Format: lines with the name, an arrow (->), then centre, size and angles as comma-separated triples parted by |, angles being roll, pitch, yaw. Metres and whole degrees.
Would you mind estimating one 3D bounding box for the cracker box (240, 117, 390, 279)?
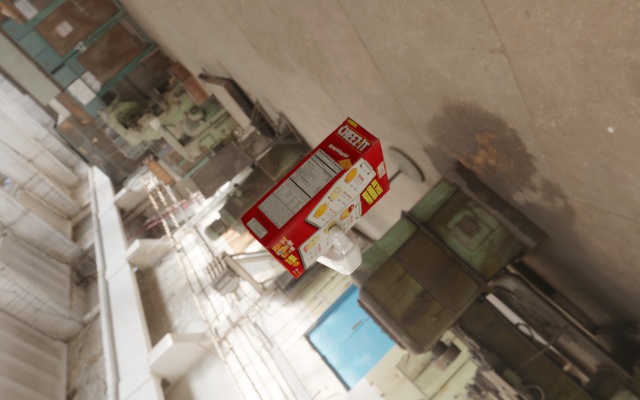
cracker box -> 0.000, 0.003, 0.712 | 0.072, 0.213, 0.164 | 42, -8, 25
